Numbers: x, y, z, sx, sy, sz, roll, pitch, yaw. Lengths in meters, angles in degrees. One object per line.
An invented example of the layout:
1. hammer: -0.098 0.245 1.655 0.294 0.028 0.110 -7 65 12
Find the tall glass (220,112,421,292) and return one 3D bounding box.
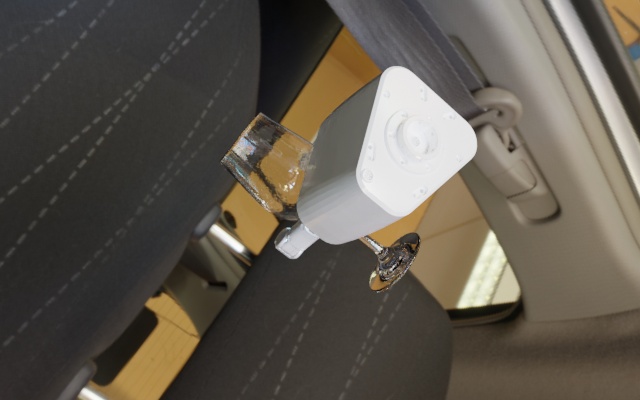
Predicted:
1. tall glass: 0.001 0.002 0.469 0.201 0.079 0.079 39 -8 -10
